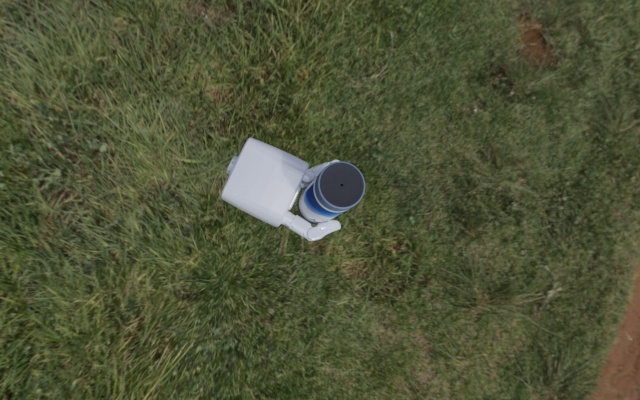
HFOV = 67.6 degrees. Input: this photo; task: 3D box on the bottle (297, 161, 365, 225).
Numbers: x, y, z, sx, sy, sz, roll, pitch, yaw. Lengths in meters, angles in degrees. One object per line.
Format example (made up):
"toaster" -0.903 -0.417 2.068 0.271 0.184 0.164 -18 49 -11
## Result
"bottle" 0.000 0.003 0.790 0.069 0.069 0.296 0 -9 -12
